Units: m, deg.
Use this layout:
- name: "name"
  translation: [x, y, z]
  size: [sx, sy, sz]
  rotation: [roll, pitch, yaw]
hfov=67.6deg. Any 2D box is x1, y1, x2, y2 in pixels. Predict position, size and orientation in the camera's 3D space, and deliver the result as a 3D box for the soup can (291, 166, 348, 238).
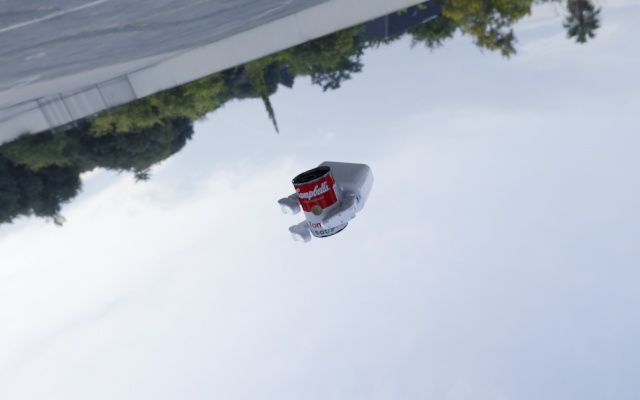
- name: "soup can"
  translation: [0.000, 0.003, 0.797]
  size: [0.068, 0.102, 0.068]
  rotation: [-17, 20, 7]
